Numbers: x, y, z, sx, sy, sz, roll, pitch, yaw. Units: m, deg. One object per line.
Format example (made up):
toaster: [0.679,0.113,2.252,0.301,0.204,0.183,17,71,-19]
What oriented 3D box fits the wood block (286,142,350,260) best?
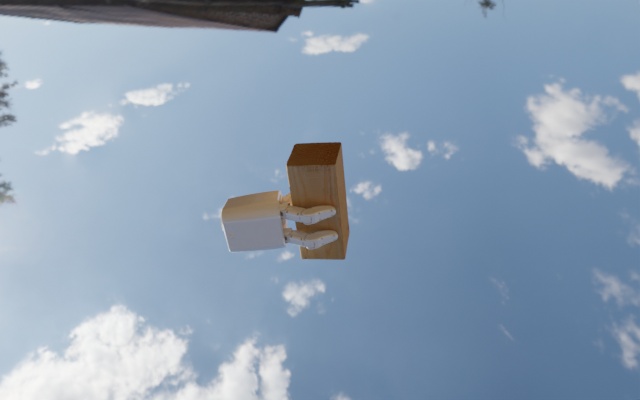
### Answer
wood block: [0.000,0.003,0.899,0.090,0.206,0.090,-1,33,10]
